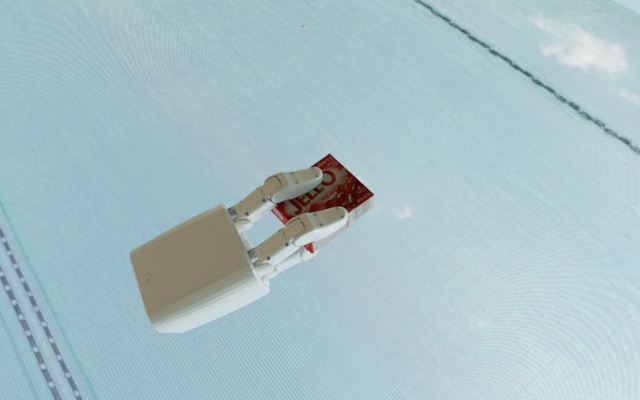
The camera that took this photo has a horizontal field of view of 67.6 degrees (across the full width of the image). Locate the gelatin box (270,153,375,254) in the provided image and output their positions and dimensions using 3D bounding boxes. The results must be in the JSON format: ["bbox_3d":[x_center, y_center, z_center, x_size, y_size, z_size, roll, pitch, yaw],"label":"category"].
[{"bbox_3d":[0.000,0.002,0.499,0.089,0.073,0.030,-35,-29,-18],"label":"gelatin box"}]
